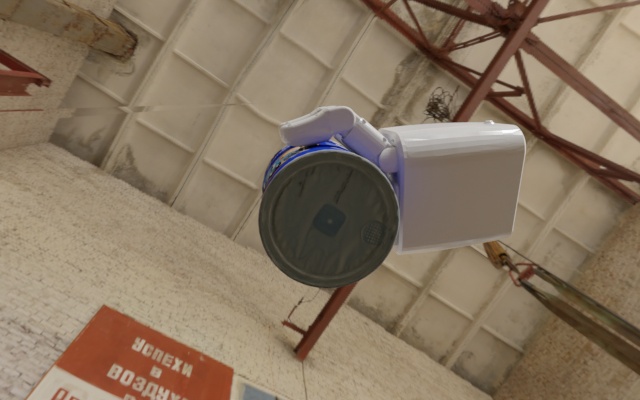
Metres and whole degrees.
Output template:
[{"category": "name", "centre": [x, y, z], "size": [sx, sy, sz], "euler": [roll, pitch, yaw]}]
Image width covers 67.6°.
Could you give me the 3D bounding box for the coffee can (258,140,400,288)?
[{"category": "coffee can", "centre": [0.000, 0.001, 0.410], "size": [0.103, 0.103, 0.140], "euler": [0, 12, -6]}]
